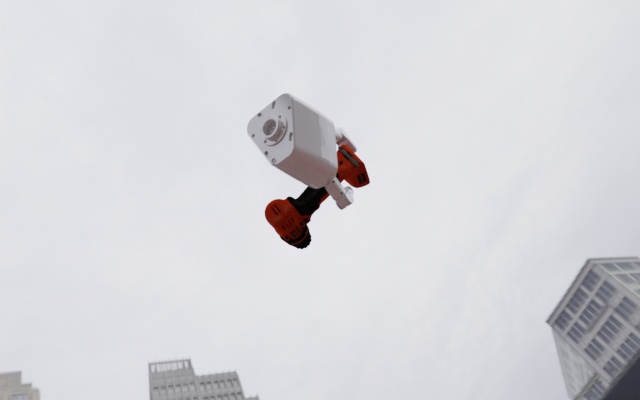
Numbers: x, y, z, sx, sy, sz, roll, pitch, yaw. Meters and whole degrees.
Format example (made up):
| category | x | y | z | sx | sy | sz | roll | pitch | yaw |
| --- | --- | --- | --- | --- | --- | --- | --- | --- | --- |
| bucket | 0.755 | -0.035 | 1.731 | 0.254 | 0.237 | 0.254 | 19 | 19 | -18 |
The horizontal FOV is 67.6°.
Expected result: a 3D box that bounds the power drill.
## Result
| category | x | y | z | sx | sy | sz | roll | pitch | yaw |
| --- | --- | --- | --- | --- | --- | --- | --- | --- | --- |
| power drill | 0.000 | 0.002 | 0.829 | 0.057 | 0.187 | 0.184 | 45 | -5 | 21 |
